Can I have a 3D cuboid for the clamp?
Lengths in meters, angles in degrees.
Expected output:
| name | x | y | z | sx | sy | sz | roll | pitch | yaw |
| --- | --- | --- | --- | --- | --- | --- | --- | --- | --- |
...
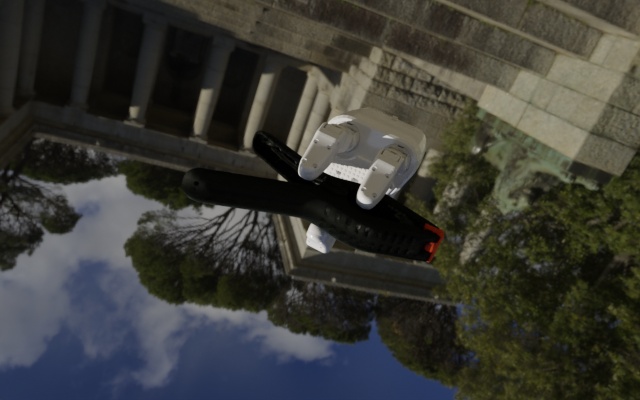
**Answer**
| name | x | y | z | sx | sy | sz | roll | pitch | yaw |
| --- | --- | --- | --- | --- | --- | --- | --- | --- | --- |
| clamp | 0.000 | 0.002 | 0.406 | 0.210 | 0.036 | 0.164 | 26 | 24 | 10 |
